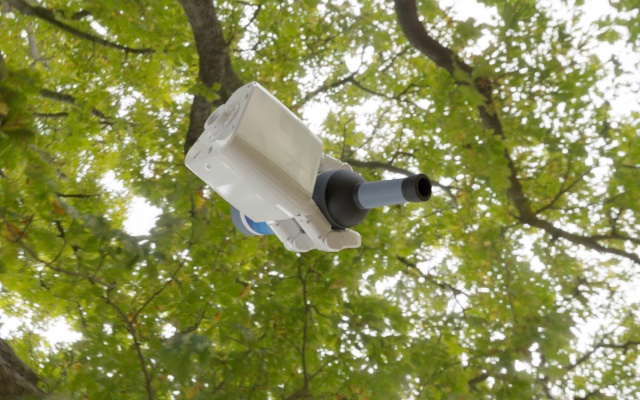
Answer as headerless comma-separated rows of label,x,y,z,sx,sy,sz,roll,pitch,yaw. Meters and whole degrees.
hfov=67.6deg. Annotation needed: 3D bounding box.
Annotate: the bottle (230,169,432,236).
bottle,0.000,0.002,0.558,0.069,0.069,0.296,0,-6,-42
